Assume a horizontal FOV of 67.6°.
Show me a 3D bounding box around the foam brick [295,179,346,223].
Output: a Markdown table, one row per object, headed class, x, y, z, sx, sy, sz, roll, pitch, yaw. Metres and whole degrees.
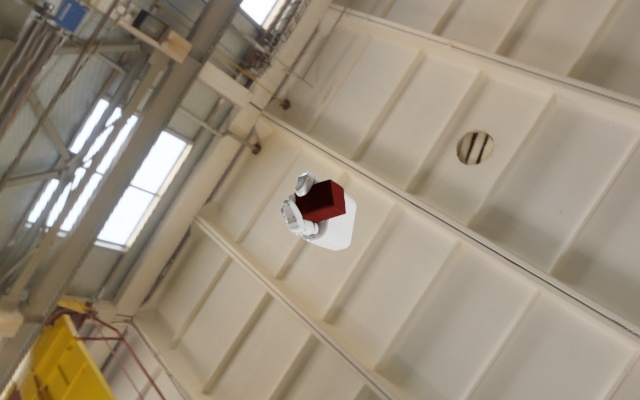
| class | x | y | z | sx | sy | sz | roll | pitch | yaw |
| --- | --- | --- | --- | --- | --- | --- | --- | --- | --- |
| foam brick | 0.000 | 0.003 | 0.855 | 0.078 | 0.053 | 0.051 | -17 | -26 | 27 |
